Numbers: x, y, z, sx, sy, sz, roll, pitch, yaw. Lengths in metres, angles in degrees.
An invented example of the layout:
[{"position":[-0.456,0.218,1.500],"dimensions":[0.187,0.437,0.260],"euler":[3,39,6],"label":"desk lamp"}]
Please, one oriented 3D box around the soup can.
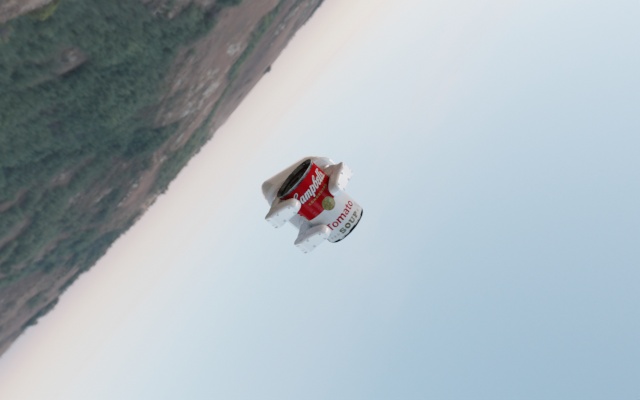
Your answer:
[{"position":[0.001,0.002,0.653],"dimensions":[0.102,0.068,0.068],"euler":[42,-14,-16],"label":"soup can"}]
